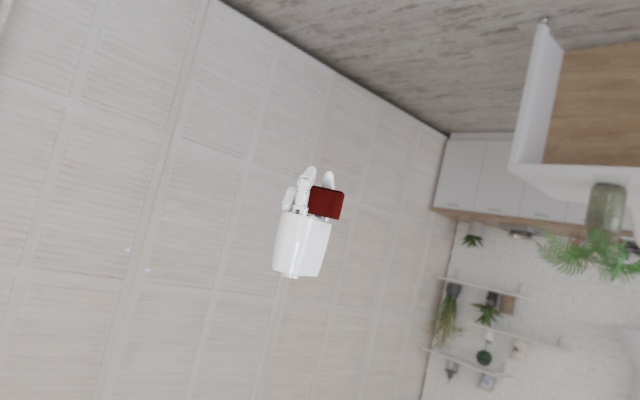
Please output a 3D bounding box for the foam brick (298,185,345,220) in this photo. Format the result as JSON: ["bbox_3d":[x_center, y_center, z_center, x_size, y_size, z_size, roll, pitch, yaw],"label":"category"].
[{"bbox_3d":[0.000,0.003,0.876,0.078,0.051,0.053,12,-4,12],"label":"foam brick"}]
